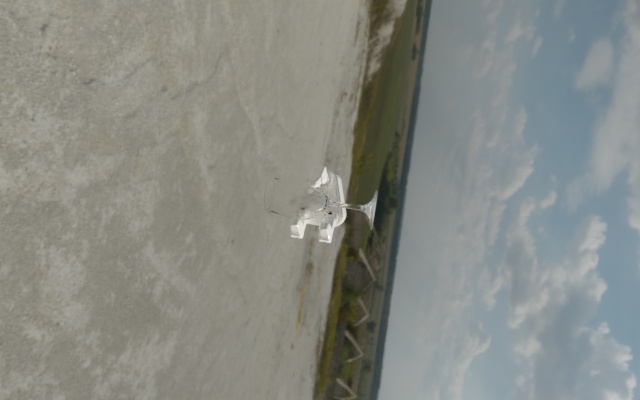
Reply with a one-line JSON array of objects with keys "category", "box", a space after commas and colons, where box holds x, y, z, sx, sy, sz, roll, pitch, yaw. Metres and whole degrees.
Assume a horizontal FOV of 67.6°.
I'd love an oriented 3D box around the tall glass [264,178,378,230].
[{"category": "tall glass", "box": [0.001, 0.003, 0.880, 0.201, 0.079, 0.079, 9, 1, 9]}]
